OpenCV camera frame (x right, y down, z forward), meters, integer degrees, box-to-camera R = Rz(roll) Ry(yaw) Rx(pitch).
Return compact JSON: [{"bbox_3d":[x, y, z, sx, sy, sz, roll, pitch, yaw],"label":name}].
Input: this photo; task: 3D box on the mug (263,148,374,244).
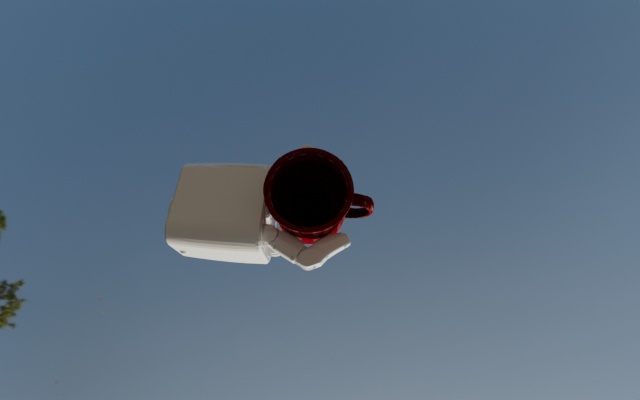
[{"bbox_3d":[0.002,0.002,0.525,0.117,0.093,0.081,5,-18,2],"label":"mug"}]
